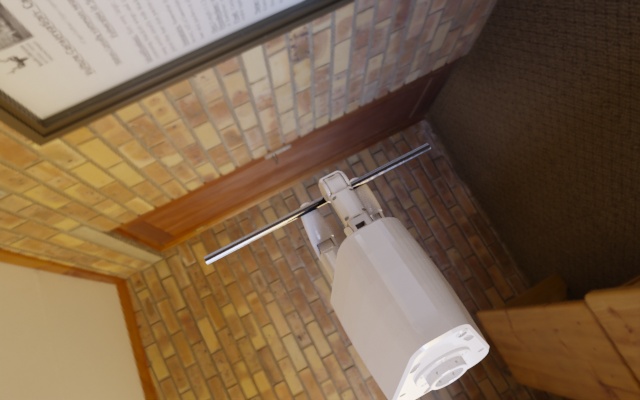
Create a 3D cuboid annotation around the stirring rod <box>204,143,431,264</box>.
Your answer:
[{"bbox_3d":[0.000,0.001,0.456,0.239,0.011,0.011,-27,3,-6],"label":"stirring rod"}]
